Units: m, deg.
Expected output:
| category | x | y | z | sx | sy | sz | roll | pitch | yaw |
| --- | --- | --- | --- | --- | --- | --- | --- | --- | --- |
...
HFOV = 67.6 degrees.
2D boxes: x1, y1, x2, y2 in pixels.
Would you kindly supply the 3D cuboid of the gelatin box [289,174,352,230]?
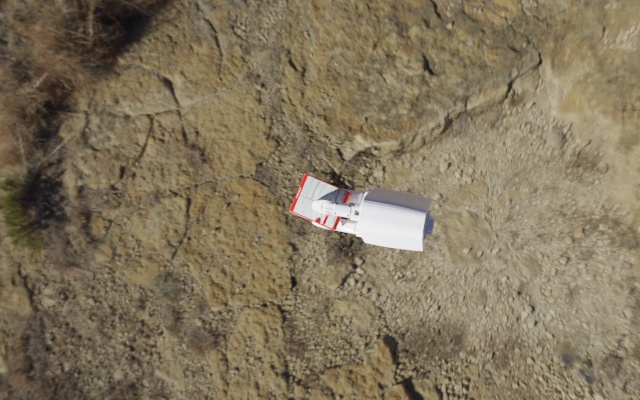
| category | x | y | z | sx | sy | sz | roll | pitch | yaw |
| --- | --- | --- | --- | --- | --- | --- | --- | --- | --- |
| gelatin box | 0.000 | 0.003 | 0.844 | 0.089 | 0.073 | 0.030 | 23 | 3 | 12 |
